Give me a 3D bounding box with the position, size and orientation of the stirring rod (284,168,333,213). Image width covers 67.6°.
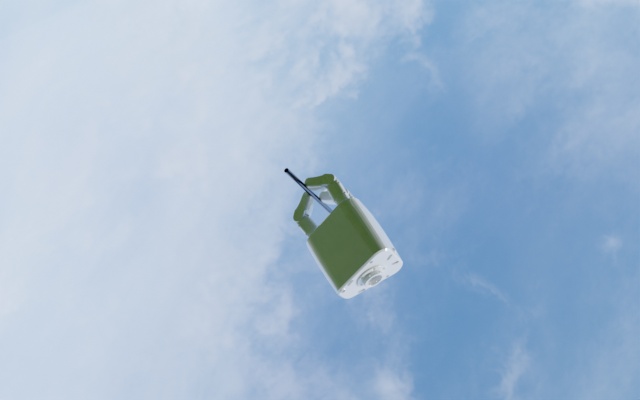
[{"bbox_3d":[0.000,0.003,0.828,0.011,0.011,0.240,0,-24,29],"label":"stirring rod"}]
